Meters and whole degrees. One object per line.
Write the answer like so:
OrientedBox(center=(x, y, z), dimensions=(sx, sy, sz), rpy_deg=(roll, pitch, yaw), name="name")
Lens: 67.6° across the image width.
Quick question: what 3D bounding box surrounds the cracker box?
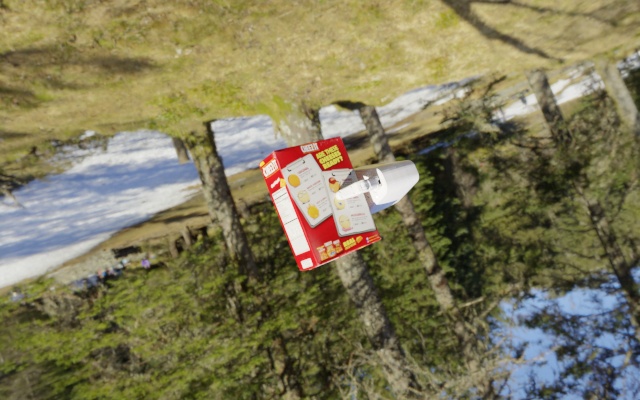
OrientedBox(center=(0.000, 0.003, 0.884), dimensions=(0.164, 0.213, 0.072), rpy_deg=(-18, -6, -39), name="cracker box")
